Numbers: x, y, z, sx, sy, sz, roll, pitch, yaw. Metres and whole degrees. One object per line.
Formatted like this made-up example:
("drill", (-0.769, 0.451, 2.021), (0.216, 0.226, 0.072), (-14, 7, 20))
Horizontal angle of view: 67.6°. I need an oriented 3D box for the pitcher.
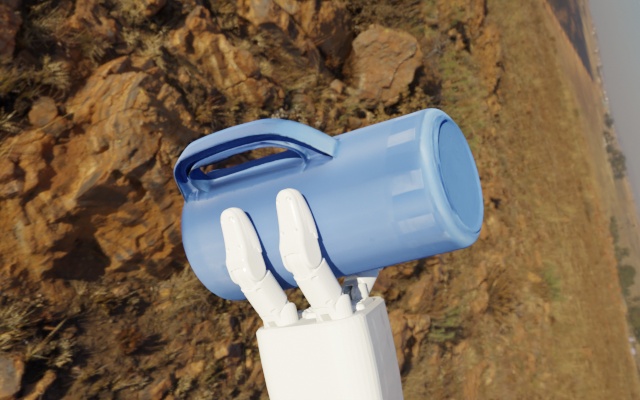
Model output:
("pitcher", (0.000, 0.002, 0.410), (0.243, 0.145, 0.149), (-16, -6, 33))
